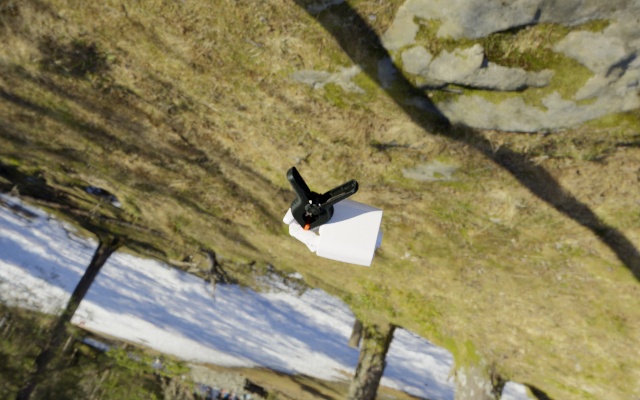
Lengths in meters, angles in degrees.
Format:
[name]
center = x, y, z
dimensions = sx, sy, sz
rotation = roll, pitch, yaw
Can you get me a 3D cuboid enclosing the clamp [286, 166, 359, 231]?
[clamp]
center = 0.000, 0.003, 0.840
dimensions = 0.120, 0.039, 0.172
rotation = 12, -31, 4
